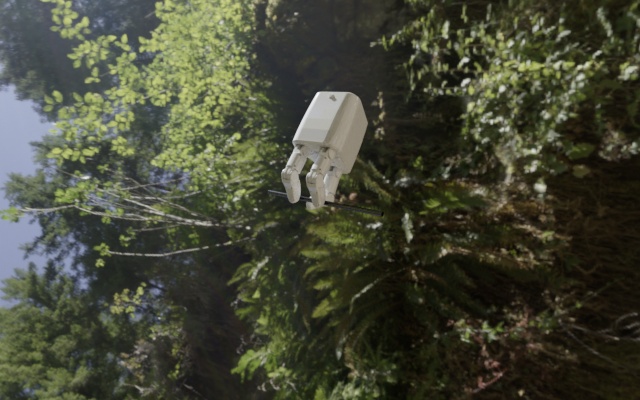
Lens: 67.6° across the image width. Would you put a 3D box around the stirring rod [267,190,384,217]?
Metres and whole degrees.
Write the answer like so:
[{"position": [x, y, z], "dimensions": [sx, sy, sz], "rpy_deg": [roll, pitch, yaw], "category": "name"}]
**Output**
[{"position": [0.000, 0.003, 0.796], "dimensions": [0.239, 0.011, 0.011], "rpy_deg": [11, 7, 37], "category": "stirring rod"}]
